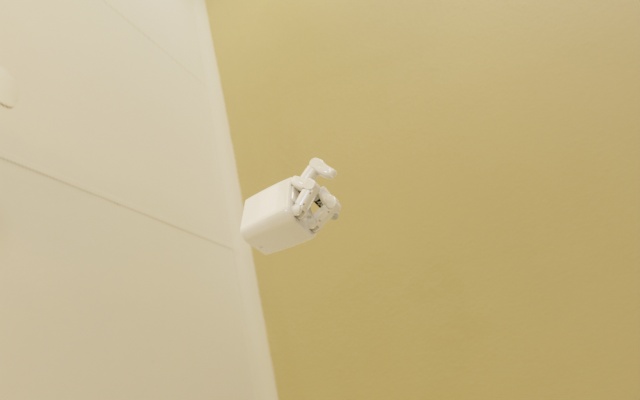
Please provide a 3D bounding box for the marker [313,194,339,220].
[{"bbox_3d":[0.000,0.003,0.898,0.020,0.020,0.121,0,-28,32],"label":"marker"}]
